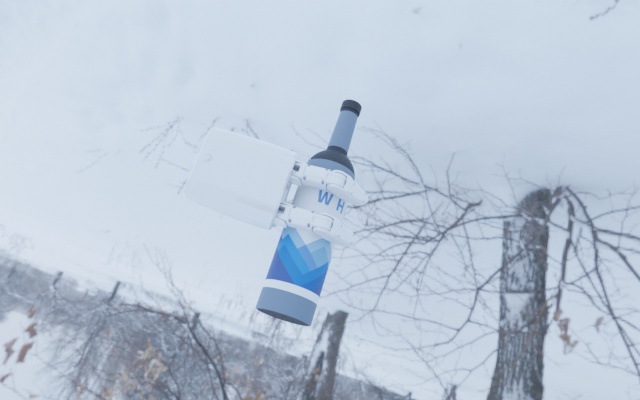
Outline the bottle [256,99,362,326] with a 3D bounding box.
[{"bbox_3d":[0.000,0.002,0.594,0.069,0.295,0.069,16,-21,6],"label":"bottle"}]
